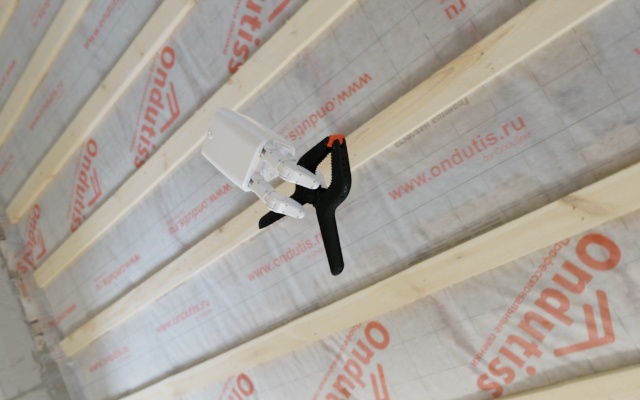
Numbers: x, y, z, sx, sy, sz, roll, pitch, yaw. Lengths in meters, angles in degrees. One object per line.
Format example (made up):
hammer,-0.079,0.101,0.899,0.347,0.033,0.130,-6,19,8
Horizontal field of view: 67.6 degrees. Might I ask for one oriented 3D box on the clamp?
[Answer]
clamp,0.001,0.002,0.727,0.164,0.210,0.036,35,27,19
